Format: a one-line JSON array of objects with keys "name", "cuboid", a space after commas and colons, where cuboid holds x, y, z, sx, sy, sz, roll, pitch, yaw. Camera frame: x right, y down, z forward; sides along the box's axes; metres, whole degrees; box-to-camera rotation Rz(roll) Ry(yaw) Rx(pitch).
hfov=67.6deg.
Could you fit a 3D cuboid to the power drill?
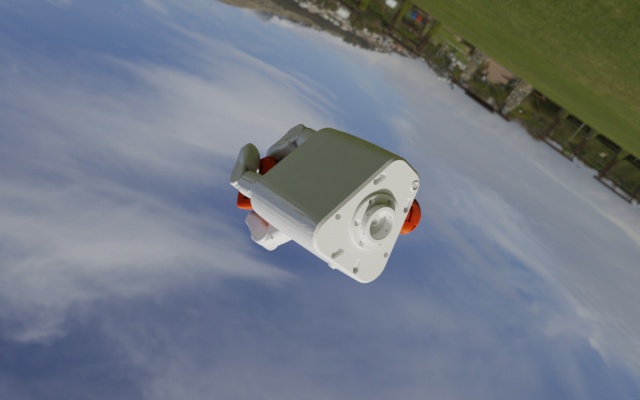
[{"name": "power drill", "cuboid": [0.000, 0.002, 0.575, 0.188, 0.057, 0.184, 13, -10, -22]}]
